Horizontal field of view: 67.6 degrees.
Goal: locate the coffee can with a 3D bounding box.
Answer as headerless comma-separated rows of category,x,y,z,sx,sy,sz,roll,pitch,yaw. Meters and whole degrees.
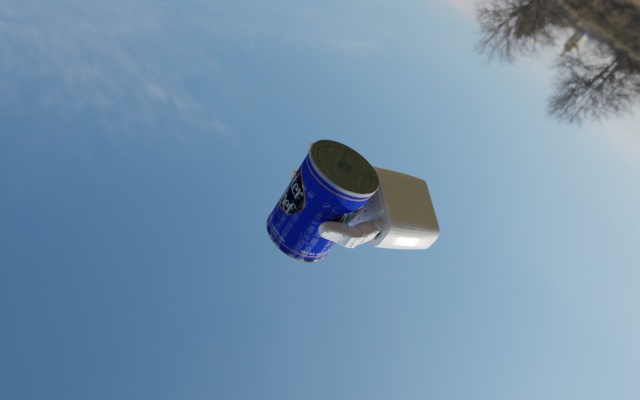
coffee can,0.000,0.002,0.658,0.103,0.102,0.140,0,-43,-40
